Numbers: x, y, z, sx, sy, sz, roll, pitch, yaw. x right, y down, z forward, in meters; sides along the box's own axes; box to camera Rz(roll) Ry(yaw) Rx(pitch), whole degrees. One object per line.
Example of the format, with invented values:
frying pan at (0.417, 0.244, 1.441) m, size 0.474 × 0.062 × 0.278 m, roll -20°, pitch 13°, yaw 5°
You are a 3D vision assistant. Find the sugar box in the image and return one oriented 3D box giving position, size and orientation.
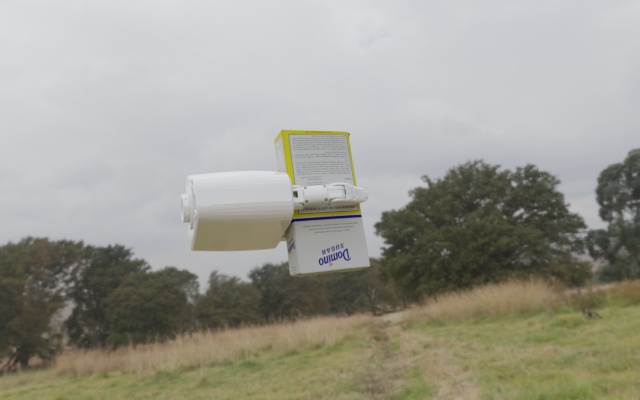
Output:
sugar box at (0.000, 0.002, 0.590) m, size 0.093 × 0.176 × 0.048 m, roll -2°, pitch -11°, yaw -22°
